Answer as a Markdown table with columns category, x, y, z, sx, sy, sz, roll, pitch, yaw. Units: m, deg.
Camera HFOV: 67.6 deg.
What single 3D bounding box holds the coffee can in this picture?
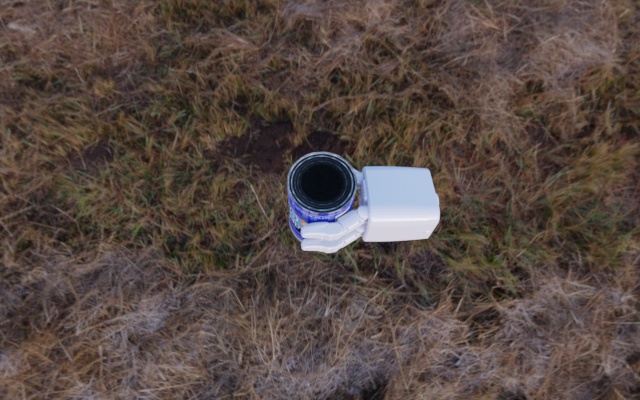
| category | x | y | z | sx | sy | sz | roll | pitch | yaw |
| --- | --- | --- | --- | --- | --- | --- | --- | --- | --- |
| coffee can | 0.000 | 0.002 | 0.753 | 0.103 | 0.102 | 0.140 | 0 | -25 | -2 |
